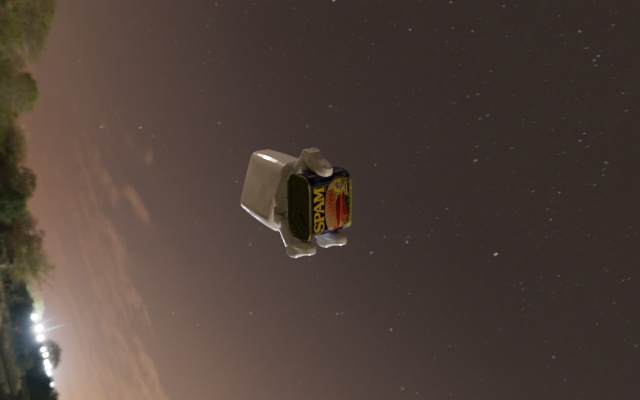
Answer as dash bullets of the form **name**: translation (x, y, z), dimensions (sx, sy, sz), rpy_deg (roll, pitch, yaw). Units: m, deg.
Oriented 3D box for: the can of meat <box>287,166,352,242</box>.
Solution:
- **can of meat**: translation (0.000, 0.002, 0.722), dimensions (0.084, 0.102, 0.057), rpy_deg (-14, 23, -35)
